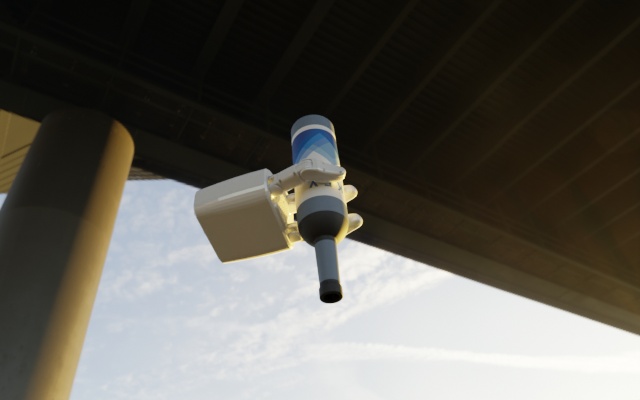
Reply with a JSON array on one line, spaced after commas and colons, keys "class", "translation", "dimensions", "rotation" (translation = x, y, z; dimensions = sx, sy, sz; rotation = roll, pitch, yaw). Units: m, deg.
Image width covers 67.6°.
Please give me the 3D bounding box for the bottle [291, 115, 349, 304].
[{"class": "bottle", "translation": [0.000, 0.002, 0.639], "dimensions": [0.069, 0.295, 0.069], "rotation": [-4, -42, -3]}]
